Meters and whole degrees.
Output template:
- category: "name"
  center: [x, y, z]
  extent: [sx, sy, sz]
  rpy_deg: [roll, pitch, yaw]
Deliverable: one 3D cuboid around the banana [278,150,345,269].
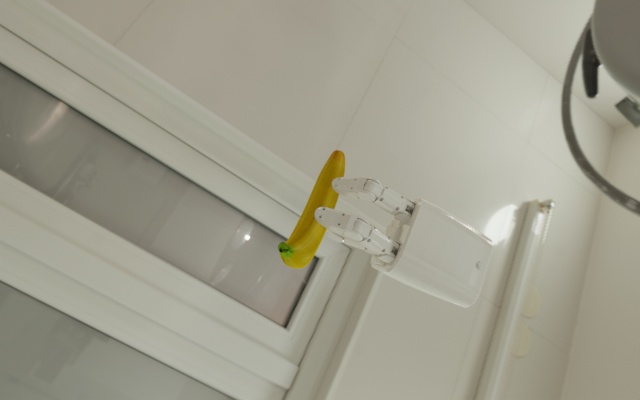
- category: "banana"
  center: [-0.005, 0.017, 0.570]
  extent: [0.037, 0.070, 0.197]
  rpy_deg: [22, 42, 3]
